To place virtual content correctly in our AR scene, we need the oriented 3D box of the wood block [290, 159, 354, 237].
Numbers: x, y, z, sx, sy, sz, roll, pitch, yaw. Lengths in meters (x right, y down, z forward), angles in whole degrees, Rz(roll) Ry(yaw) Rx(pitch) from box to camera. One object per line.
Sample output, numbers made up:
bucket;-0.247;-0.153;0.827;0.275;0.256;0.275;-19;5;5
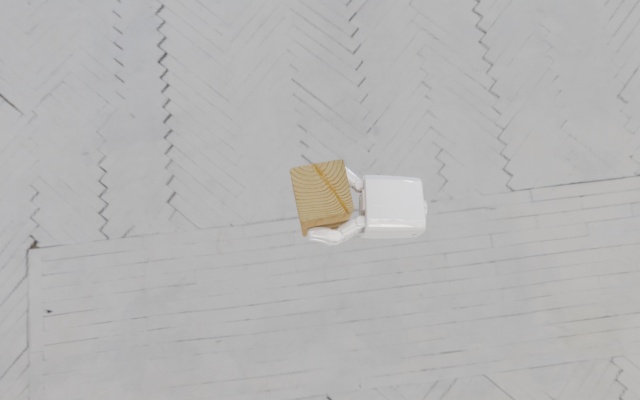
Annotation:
wood block;0.000;0.002;0.855;0.090;0.091;0.206;-11;-11;-3
